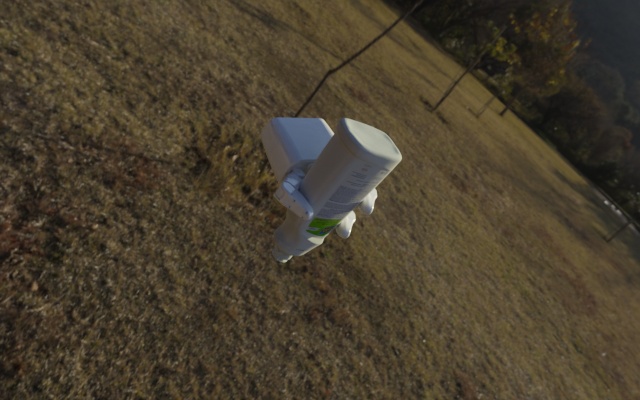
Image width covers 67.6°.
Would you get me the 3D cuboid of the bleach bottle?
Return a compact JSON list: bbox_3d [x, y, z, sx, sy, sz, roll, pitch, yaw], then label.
[{"bbox_3d":[0.000,0.002,0.684,0.102,0.068,0.251,10,-49,-42],"label":"bleach bottle"}]
